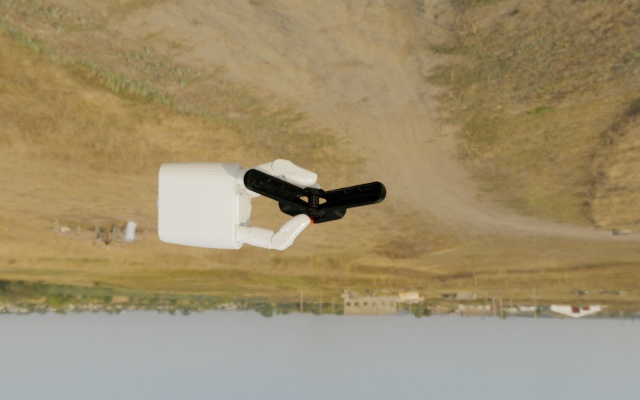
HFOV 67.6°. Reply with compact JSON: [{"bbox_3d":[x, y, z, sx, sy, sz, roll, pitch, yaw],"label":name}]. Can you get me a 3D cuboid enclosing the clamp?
[{"bbox_3d":[0.000,0.003,0.631,0.164,0.036,0.210,5,-12,6],"label":"clamp"}]
